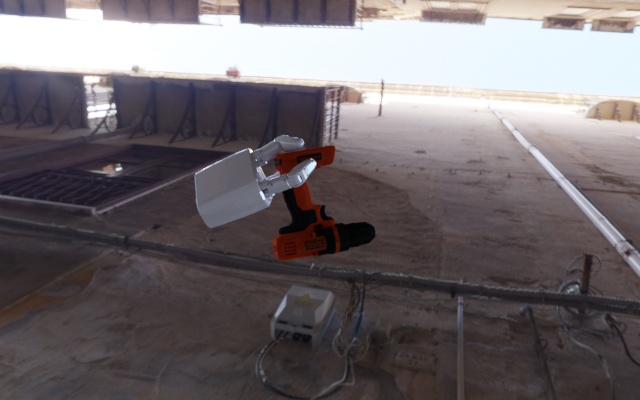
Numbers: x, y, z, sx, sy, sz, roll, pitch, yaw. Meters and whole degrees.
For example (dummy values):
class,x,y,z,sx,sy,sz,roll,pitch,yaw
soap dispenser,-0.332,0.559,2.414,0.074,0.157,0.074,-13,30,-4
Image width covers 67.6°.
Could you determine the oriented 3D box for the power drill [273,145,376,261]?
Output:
class,x,y,z,sx,sy,sz,roll,pitch,yaw
power drill,0.000,0.002,0.823,0.184,0.187,0.057,-10,5,-16
